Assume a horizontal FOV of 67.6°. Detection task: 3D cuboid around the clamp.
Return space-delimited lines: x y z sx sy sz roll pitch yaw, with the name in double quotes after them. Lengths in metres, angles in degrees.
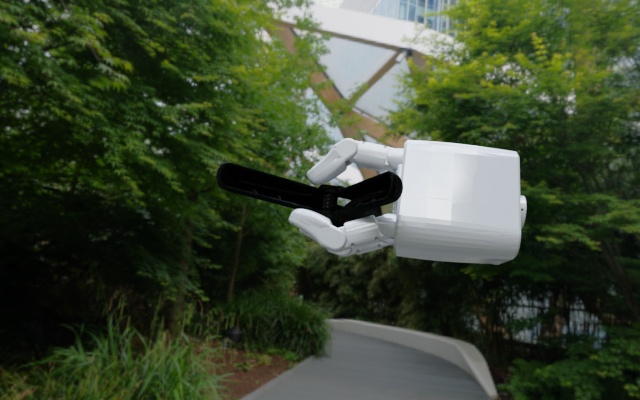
0.001 0.001 0.487 0.164 0.036 0.210 7 -11 11 "clamp"
